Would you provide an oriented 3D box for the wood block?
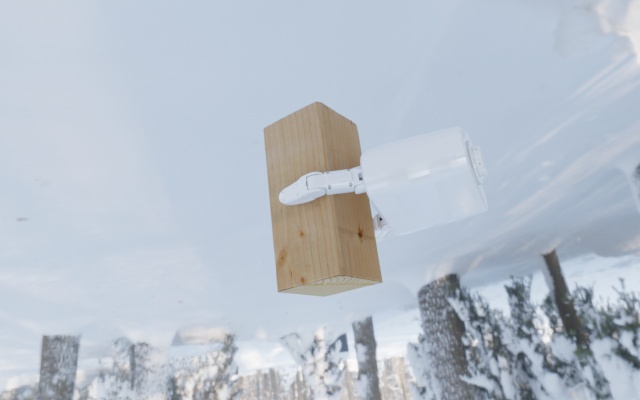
[{"bbox_3d":[0.000,0.002,0.572,0.090,0.206,0.091,-20,-24,32],"label":"wood block"}]
